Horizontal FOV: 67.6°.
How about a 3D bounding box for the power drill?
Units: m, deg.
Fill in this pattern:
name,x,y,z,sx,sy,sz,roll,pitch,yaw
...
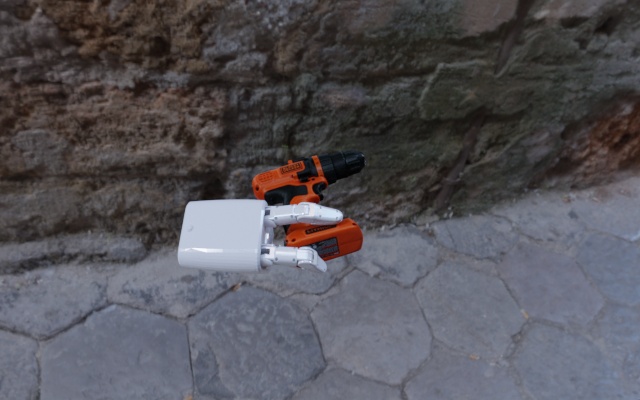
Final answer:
name,x,y,z,sx,sy,sz,roll,pitch,yaw
power drill,0.000,0.003,0.708,0.184,0.057,0.187,-18,42,-3
